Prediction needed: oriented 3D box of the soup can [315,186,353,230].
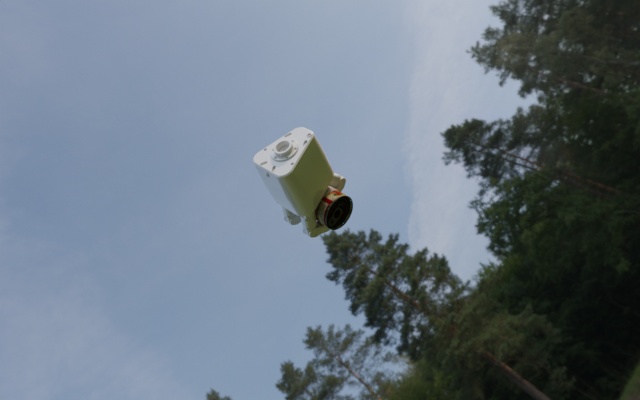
[{"bbox_3d":[0.000,0.003,0.880,0.102,0.068,0.068,30,19,38],"label":"soup can"}]
